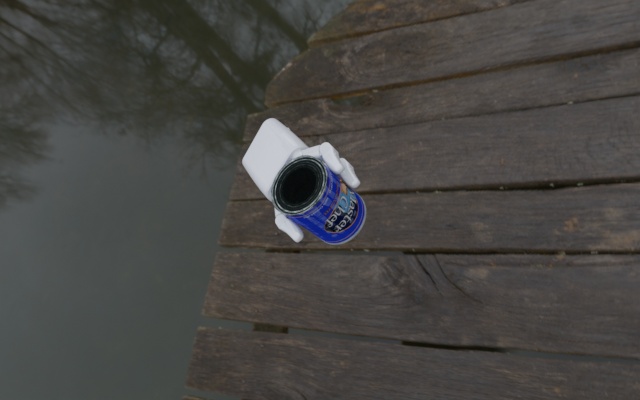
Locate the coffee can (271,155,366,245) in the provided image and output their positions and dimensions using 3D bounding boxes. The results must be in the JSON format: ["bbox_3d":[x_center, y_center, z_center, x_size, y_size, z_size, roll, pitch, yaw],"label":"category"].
[{"bbox_3d":[0.000,0.003,0.786,0.103,0.102,0.140,0,-23,32],"label":"coffee can"}]
